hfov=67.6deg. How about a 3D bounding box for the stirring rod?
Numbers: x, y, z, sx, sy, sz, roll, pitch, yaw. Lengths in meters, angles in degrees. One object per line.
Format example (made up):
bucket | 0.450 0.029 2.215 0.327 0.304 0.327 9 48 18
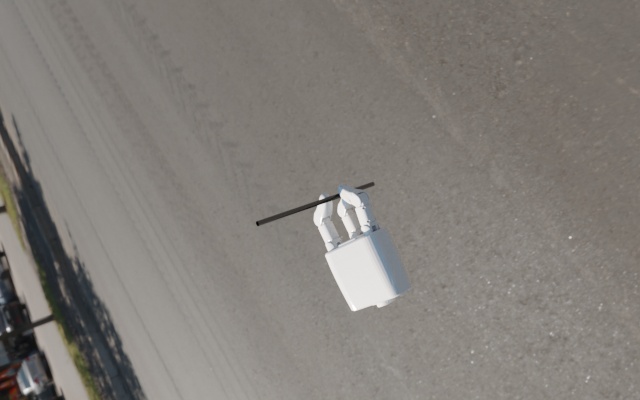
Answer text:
stirring rod | 0.000 0.003 0.765 0.239 0.011 0.011 -19 11 -36
